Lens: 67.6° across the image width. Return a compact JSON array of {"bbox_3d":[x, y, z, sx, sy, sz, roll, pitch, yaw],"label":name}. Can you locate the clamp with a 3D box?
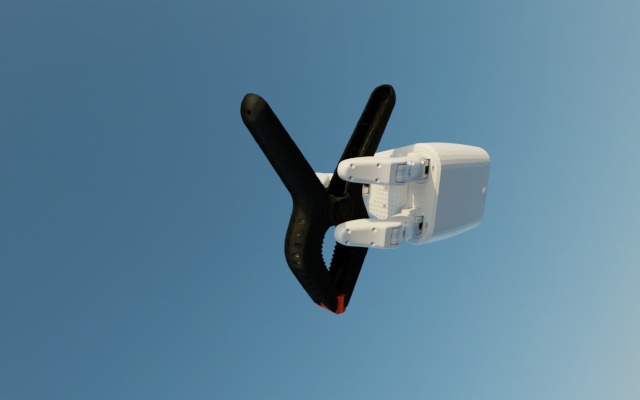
[{"bbox_3d":[0.000,0.002,0.413,0.164,0.210,0.036,-6,15,-42],"label":"clamp"}]
